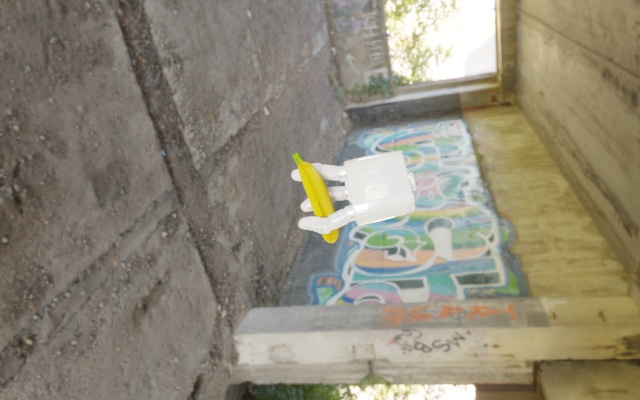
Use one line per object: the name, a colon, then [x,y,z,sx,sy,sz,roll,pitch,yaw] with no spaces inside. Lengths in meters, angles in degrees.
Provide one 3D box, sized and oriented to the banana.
banana: [0.002,0.008,0.859,0.037,0.198,0.069,-20,27,0]
